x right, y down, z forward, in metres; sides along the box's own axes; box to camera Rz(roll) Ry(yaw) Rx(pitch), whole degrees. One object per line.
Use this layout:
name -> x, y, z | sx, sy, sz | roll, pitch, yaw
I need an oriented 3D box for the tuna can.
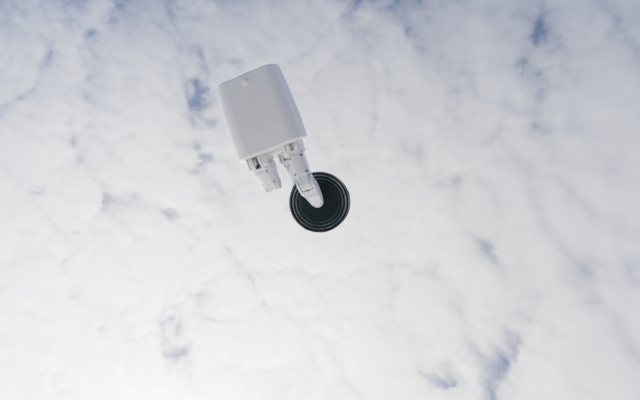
tuna can -> 0.000, 0.002, 0.681 | 0.086, 0.086, 0.034 | 0, 0, 8
